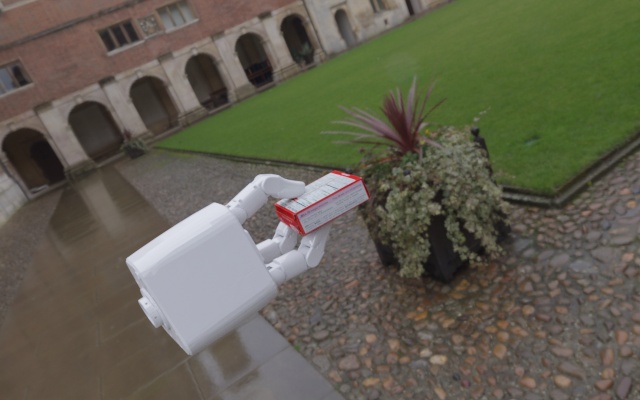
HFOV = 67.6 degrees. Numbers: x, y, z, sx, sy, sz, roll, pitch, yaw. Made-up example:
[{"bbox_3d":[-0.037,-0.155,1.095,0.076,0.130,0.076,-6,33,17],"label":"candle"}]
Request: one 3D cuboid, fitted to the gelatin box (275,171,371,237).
[{"bbox_3d":[0.000,0.001,0.535,0.089,0.030,0.073,-30,18,-15],"label":"gelatin box"}]
